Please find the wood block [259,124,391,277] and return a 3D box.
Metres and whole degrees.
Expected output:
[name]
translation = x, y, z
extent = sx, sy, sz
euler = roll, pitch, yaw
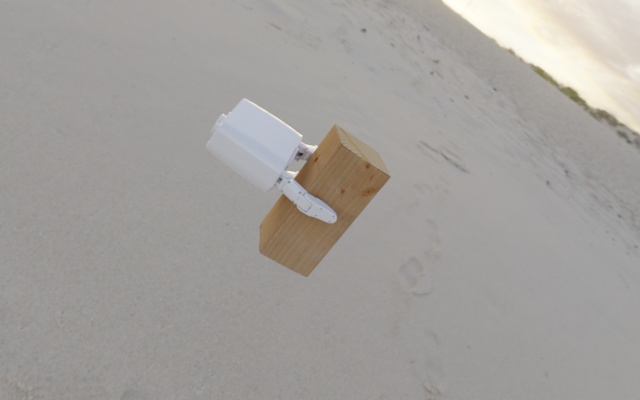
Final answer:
[wood block]
translation = 0.000, 0.002, 0.724
extent = 0.090, 0.206, 0.090
euler = 31, 21, -20
